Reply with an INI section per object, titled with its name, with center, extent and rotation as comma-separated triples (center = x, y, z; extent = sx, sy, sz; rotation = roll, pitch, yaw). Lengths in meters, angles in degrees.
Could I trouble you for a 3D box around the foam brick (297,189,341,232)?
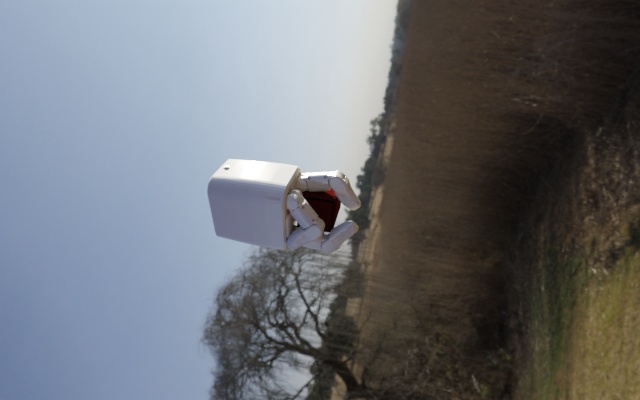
[foam brick]
center = 0.000, 0.002, 0.688
extent = 0.051, 0.053, 0.078
rotation = 8, 28, 8
